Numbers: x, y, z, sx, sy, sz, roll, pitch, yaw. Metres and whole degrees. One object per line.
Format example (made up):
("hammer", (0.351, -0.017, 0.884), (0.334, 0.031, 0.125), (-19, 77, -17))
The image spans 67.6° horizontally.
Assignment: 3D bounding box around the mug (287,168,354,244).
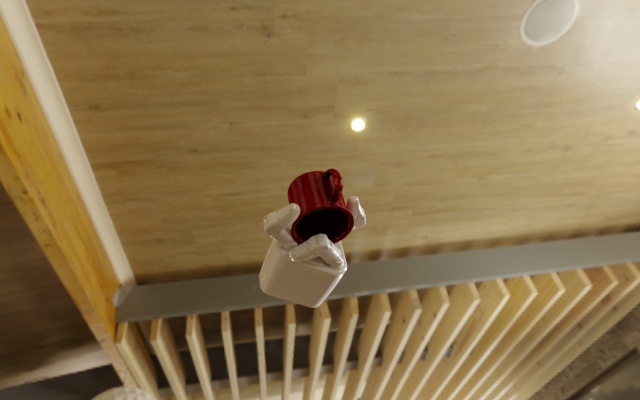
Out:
("mug", (0.001, 0.001, 0.702), (0.093, 0.081, 0.117), (7, -46, -23))
